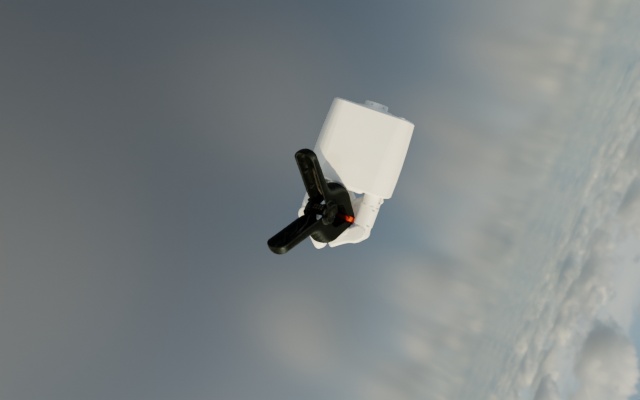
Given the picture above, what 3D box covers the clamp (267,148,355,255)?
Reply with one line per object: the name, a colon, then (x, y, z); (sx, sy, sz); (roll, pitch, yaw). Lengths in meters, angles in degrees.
clamp: (0.001, 0.002, 0.586); (0.039, 0.120, 0.171); (23, 10, 25)
